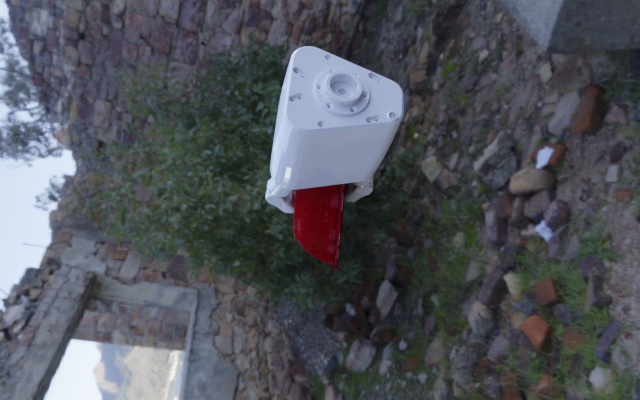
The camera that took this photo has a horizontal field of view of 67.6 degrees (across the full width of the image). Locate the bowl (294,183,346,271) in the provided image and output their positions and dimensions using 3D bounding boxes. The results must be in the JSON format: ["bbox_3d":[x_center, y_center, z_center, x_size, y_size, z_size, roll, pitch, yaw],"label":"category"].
[{"bbox_3d":[0.000,0.003,0.575,0.055,0.162,0.162,4,0,2],"label":"bowl"}]
